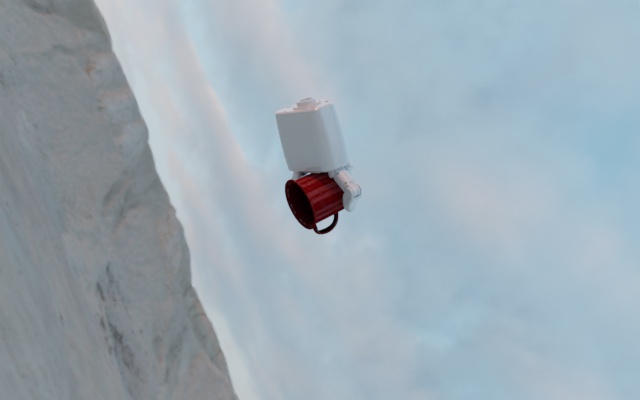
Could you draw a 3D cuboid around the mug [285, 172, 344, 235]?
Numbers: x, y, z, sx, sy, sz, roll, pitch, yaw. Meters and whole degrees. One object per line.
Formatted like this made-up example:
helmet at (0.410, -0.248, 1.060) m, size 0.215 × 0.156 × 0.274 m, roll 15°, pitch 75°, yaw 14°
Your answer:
mug at (0.001, 0.004, 0.829) m, size 0.081 × 0.117 × 0.093 m, roll -26°, pitch 20°, yaw -26°
